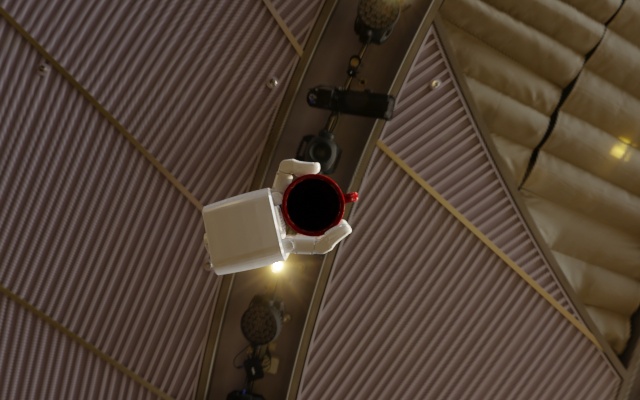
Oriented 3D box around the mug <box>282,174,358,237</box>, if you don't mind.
[{"bbox_3d":[0.002,0.002,0.742,0.117,0.093,0.081,-13,3,-1],"label":"mug"}]
